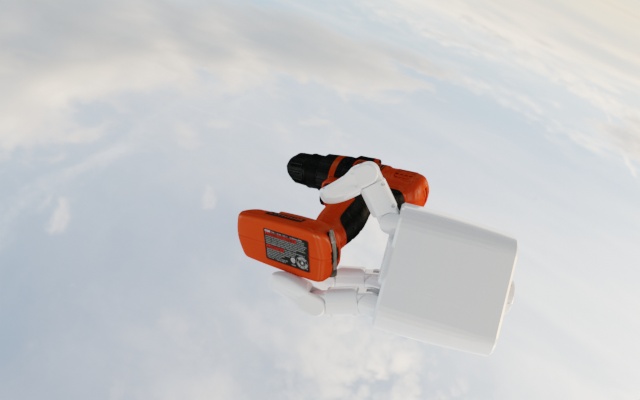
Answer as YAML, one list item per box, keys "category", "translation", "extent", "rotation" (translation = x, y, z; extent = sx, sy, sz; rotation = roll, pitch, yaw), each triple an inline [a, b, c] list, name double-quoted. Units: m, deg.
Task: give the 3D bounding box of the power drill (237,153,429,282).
- category: "power drill"
  translation: [0.000, 0.002, 0.513]
  extent: [0.184, 0.057, 0.187]
  rotation: [13, 33, 32]
